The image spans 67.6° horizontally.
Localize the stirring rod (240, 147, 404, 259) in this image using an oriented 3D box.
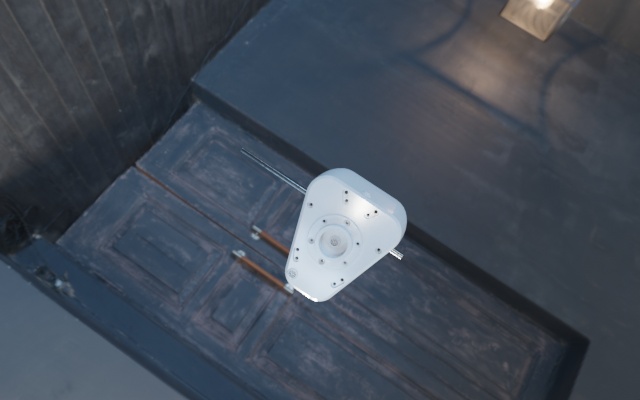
[{"bbox_3d":[0.000,0.002,0.595,0.239,0.011,0.011,34,4,6],"label":"stirring rod"}]
